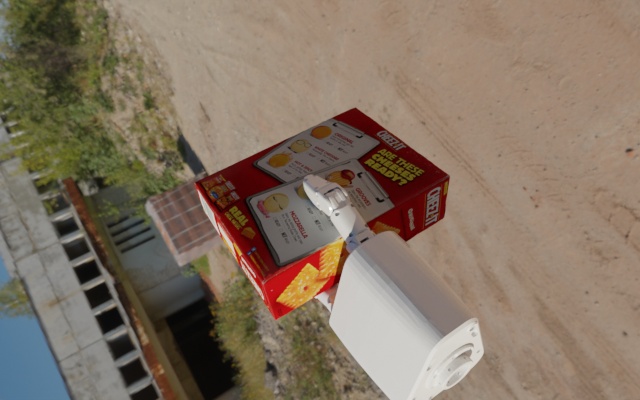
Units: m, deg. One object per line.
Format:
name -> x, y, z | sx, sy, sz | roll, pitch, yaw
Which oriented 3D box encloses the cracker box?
cracker box -> 0.000, 0.002, 0.509 | 0.213, 0.072, 0.164 | -28, 48, -19
